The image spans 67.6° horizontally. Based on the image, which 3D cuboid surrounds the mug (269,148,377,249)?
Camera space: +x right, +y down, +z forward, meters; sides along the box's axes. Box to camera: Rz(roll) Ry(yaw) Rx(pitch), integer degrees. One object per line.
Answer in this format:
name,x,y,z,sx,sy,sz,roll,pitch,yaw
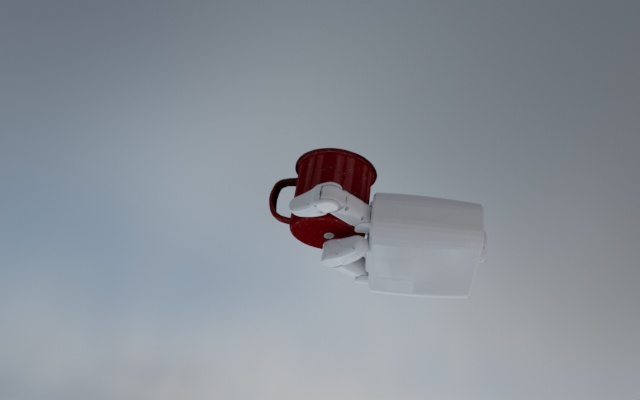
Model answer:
mug,-0.001,0.002,0.522,0.117,0.081,0.093,4,-29,10
